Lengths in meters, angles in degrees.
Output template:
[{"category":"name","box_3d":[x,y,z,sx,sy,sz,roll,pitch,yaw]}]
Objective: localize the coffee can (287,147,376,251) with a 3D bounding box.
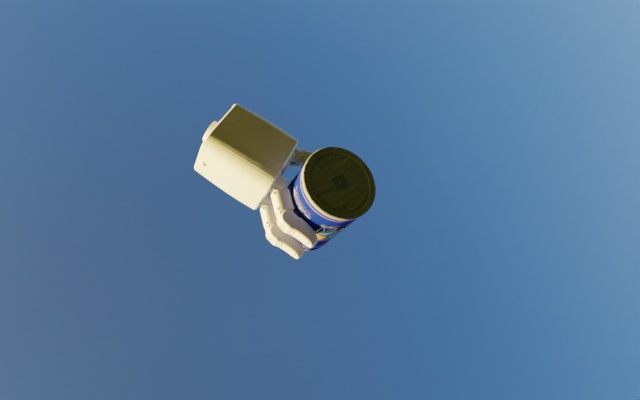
[{"category":"coffee can","box_3d":[0.000,0.002,0.672,0.103,0.102,0.140,0,-22,-24]}]
